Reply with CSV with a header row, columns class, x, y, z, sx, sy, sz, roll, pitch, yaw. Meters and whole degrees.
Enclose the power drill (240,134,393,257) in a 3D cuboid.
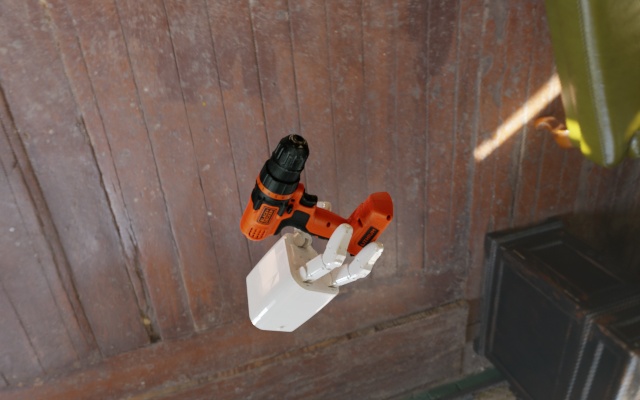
class,x,y,z,sx,sy,sz,roll,pitch,yaw
power drill,0.000,0.002,0.648,0.188,0.057,0.184,17,-45,-17
